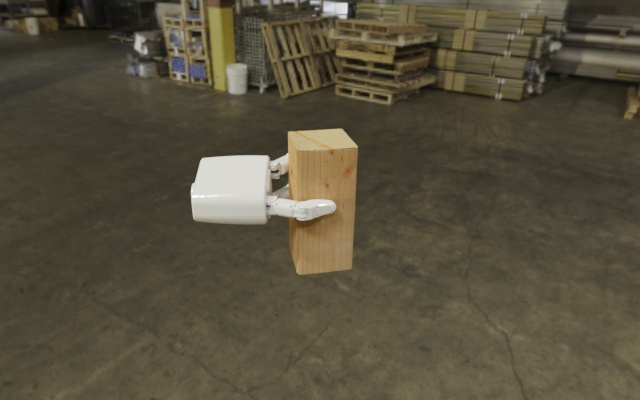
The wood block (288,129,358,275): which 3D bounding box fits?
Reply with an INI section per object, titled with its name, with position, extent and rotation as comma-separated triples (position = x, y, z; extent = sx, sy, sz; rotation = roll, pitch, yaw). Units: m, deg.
[wood block]
position = 0.000, 0.002, 0.747
extent = 0.090, 0.206, 0.090
rotation = -5, 26, -11
